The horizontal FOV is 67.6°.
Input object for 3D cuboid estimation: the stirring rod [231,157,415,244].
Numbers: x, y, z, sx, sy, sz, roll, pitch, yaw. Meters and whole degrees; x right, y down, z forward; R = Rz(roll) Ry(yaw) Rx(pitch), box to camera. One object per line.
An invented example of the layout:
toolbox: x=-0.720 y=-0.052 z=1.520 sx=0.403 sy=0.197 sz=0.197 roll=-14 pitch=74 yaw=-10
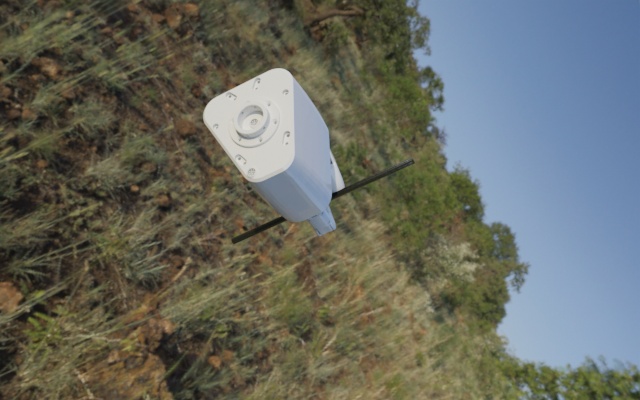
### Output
stirring rod: x=0.000 y=0.002 z=0.575 sx=0.239 sy=0.011 sz=0.011 roll=-24 pitch=-4 yaw=8
